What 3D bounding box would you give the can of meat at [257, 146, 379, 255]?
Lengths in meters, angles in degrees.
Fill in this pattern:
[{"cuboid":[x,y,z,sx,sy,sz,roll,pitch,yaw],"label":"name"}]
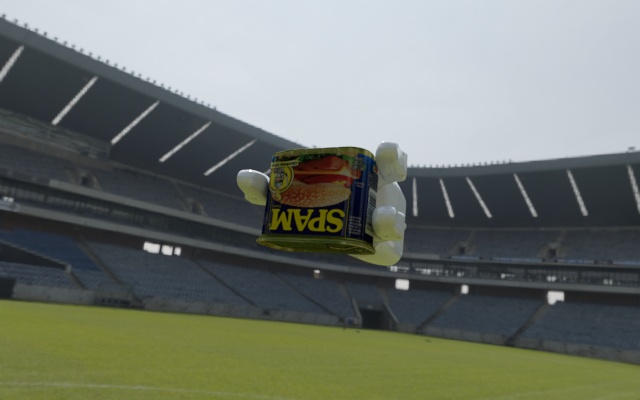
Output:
[{"cuboid":[0.000,0.001,0.422,0.102,0.084,0.057,0,-15,26],"label":"can of meat"}]
